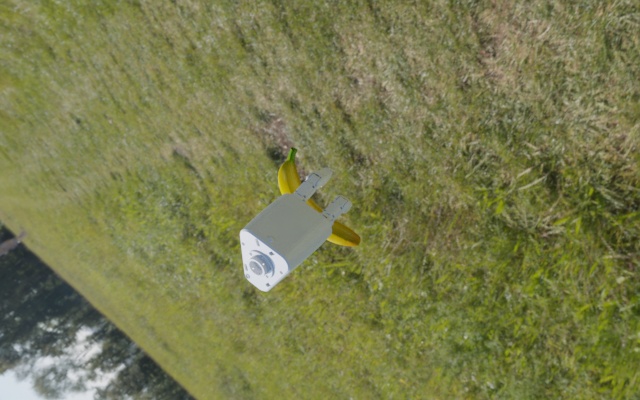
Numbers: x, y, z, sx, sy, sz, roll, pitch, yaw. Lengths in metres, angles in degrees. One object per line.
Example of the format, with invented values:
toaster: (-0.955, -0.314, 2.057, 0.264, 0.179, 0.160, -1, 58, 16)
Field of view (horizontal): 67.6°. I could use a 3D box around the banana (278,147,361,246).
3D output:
banana: (-0.014, 0.009, 0.804, 0.070, 0.198, 0.037, -38, -2, 34)
